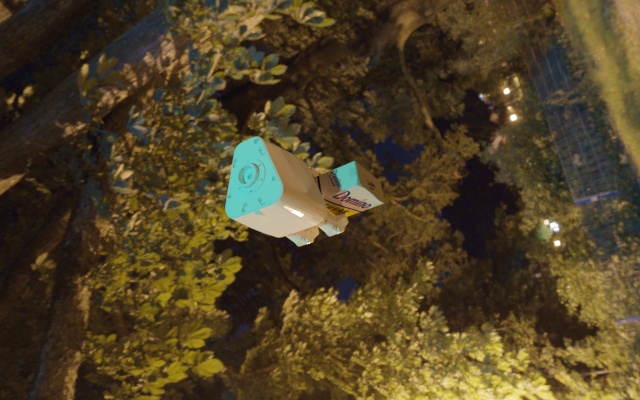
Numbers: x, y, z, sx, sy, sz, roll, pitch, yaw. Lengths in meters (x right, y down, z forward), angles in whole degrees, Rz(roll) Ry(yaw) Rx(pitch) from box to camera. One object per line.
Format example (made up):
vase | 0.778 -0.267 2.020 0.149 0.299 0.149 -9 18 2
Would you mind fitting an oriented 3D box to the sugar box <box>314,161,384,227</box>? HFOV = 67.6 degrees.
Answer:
sugar box | 0.000 0.003 0.742 0.176 0.048 0.093 -19 -27 26
